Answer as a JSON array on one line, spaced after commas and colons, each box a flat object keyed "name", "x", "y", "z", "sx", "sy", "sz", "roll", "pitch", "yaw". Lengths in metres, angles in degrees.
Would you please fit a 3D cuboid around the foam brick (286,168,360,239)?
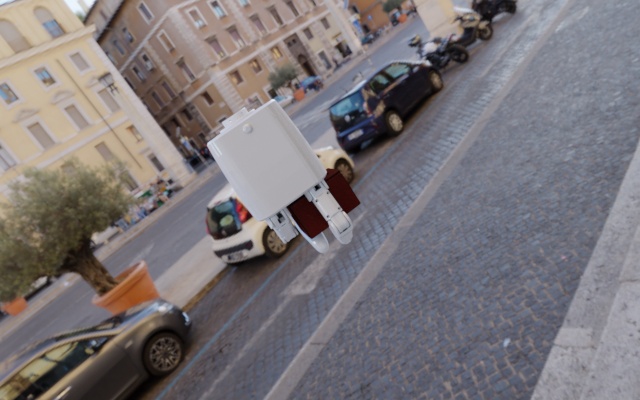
[{"name": "foam brick", "x": 0.000, "y": 0.002, "z": 0.594, "sx": 0.078, "sy": 0.051, "sz": 0.053, "roll": -35, "pitch": 13, "yaw": -8}]
